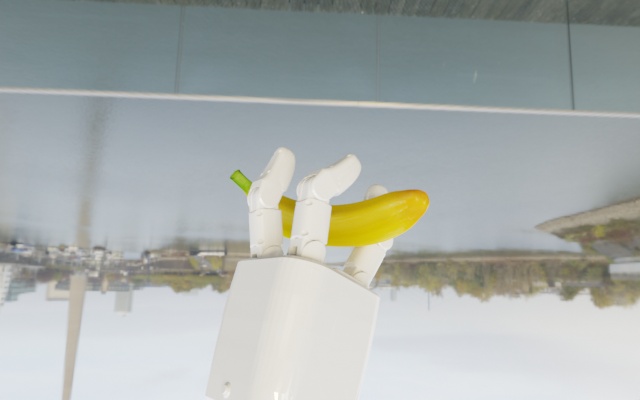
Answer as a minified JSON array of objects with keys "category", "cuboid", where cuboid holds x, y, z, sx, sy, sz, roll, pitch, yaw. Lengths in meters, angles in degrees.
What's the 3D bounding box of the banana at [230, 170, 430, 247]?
[{"category":"banana","cuboid":[0.004,0.013,0.415,0.198,0.037,0.070,6,-36,33]}]
